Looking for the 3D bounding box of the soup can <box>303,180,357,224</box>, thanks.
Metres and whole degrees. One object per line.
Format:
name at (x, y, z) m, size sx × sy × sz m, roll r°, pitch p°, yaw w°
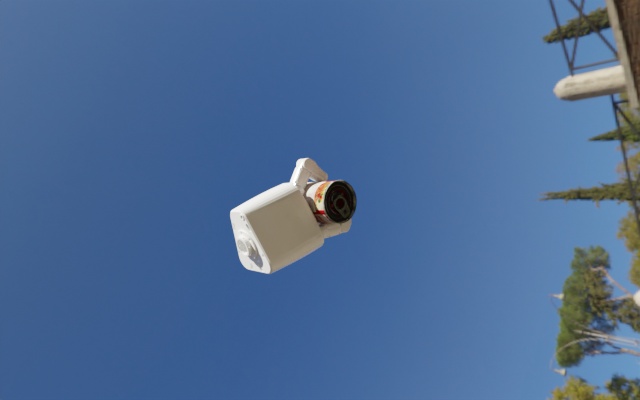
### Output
soup can at (0.000, 0.002, 0.780) m, size 0.068 × 0.068 × 0.102 m, roll 0°, pitch 0°, yaw -38°
